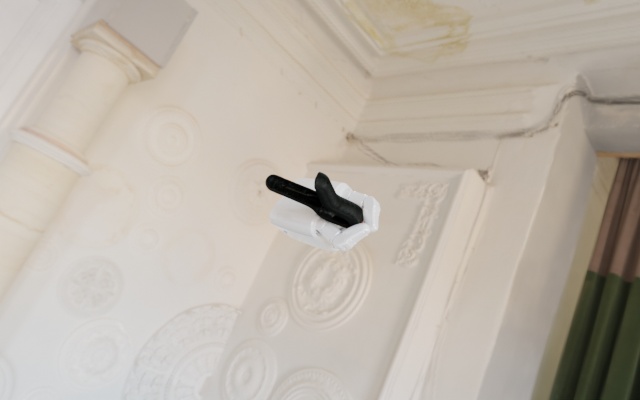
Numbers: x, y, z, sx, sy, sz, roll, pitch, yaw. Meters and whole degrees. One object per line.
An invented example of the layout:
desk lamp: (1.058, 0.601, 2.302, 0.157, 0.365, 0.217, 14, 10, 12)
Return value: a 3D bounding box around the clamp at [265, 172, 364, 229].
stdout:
clamp: (0.001, 0.002, 0.721, 0.120, 0.039, 0.171, 12, -20, 40)
